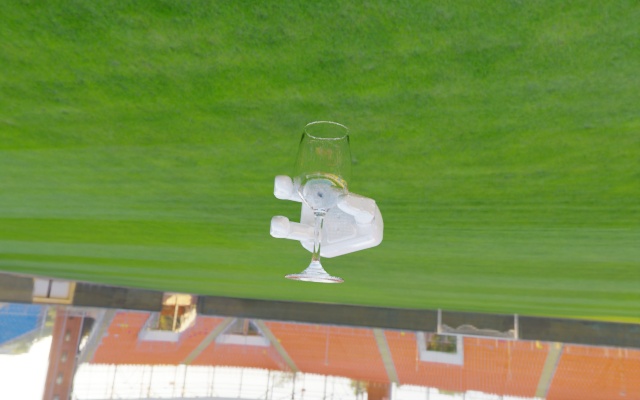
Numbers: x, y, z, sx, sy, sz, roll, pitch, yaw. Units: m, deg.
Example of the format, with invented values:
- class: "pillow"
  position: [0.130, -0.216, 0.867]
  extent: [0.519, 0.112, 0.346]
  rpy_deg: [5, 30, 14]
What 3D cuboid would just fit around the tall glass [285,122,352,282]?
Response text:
- class: "tall glass"
  position: [0.000, 0.003, 0.620]
  extent: [0.079, 0.201, 0.079]
  rpy_deg: [4, -13, 1]
